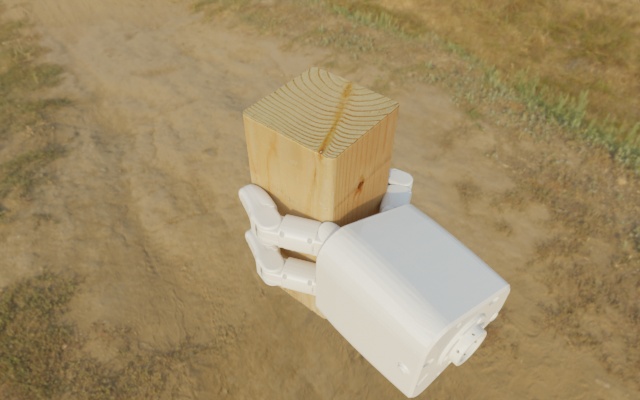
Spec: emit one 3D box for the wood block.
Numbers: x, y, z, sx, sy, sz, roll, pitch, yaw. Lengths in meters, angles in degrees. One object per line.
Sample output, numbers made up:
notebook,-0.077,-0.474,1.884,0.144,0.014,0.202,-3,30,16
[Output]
wood block,0.001,0.001,0.436,0.090,0.206,0.090,30,52,25
